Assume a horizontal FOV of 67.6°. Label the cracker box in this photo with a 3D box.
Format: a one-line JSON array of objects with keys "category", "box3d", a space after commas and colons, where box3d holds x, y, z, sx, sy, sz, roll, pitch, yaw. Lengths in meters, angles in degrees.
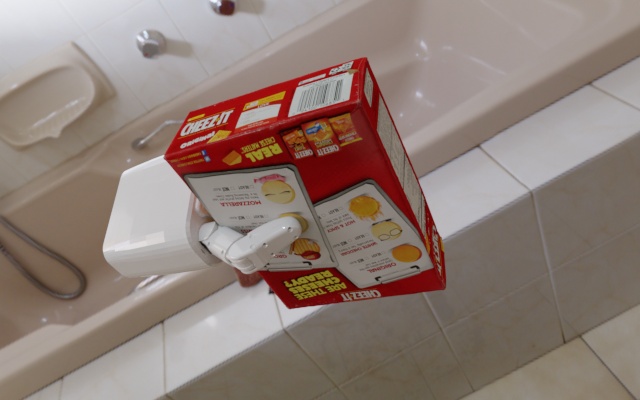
[{"category": "cracker box", "box3d": [0.000, 0.001, 0.414, 0.164, 0.072, 0.214, -12, -48, 23]}]
